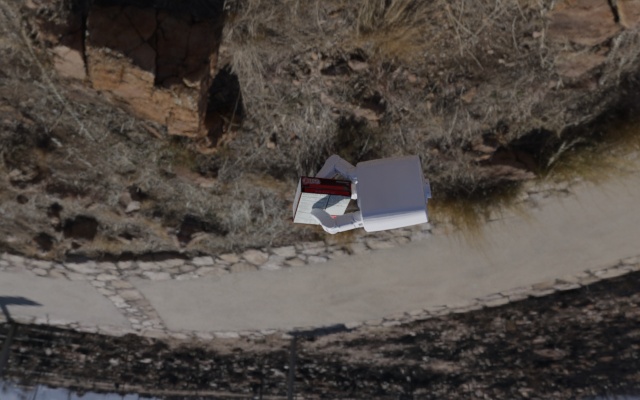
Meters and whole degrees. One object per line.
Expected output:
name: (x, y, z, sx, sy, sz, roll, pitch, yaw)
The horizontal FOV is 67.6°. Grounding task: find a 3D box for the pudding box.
pudding box: (0.000, 0.003, 0.851, 0.090, 0.039, 0.114, 6, -33, -9)
